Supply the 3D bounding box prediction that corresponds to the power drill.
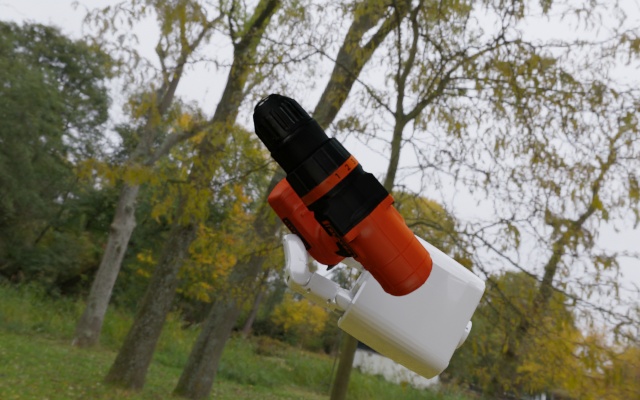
[{"bbox_3d":[0.000,0.002,0.428,0.057,0.184,0.187,-40,5,-11],"label":"power drill"}]
